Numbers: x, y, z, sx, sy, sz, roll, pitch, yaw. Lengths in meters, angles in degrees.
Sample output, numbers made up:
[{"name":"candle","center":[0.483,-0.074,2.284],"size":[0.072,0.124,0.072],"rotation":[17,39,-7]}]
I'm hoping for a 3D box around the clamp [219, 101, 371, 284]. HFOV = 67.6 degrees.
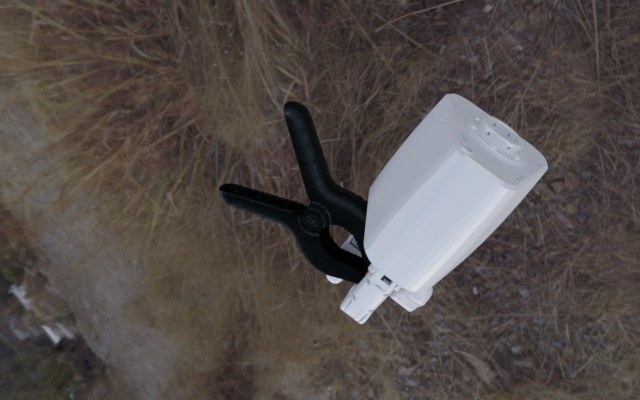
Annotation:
[{"name":"clamp","center":[0.000,0.002,0.410],"size":[0.171,0.120,0.039],"rotation":[37,35,4]}]
